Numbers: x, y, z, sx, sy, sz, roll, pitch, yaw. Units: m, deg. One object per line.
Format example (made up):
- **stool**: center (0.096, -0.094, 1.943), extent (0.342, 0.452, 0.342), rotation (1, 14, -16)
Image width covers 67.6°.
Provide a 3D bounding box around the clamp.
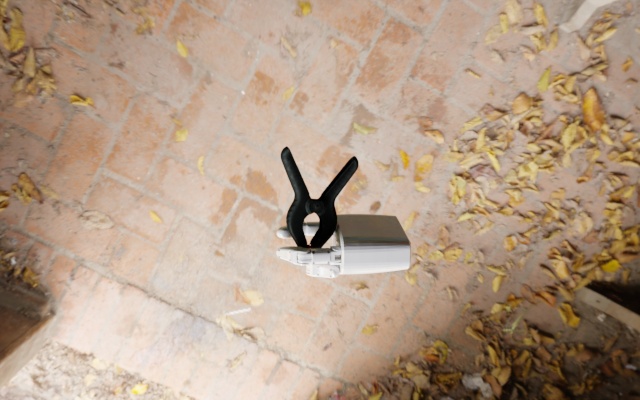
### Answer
- **clamp**: center (0.000, 0.003, 0.731), extent (0.120, 0.171, 0.039), rotation (-1, 9, -6)
